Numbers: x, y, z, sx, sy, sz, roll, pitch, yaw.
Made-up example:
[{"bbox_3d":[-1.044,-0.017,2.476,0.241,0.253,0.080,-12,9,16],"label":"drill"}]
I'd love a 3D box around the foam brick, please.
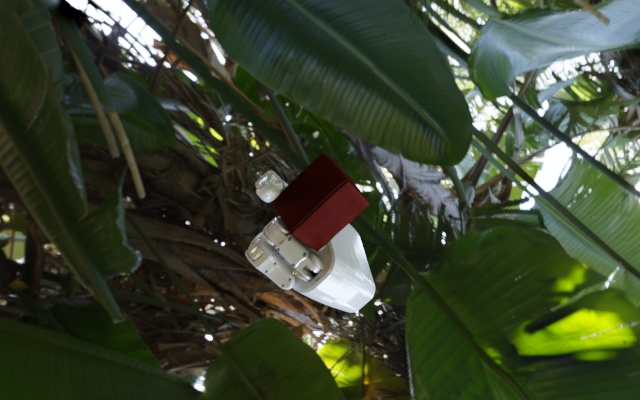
[{"bbox_3d":[0.000,0.001,0.489,0.051,0.078,0.053,38,13,-46],"label":"foam brick"}]
